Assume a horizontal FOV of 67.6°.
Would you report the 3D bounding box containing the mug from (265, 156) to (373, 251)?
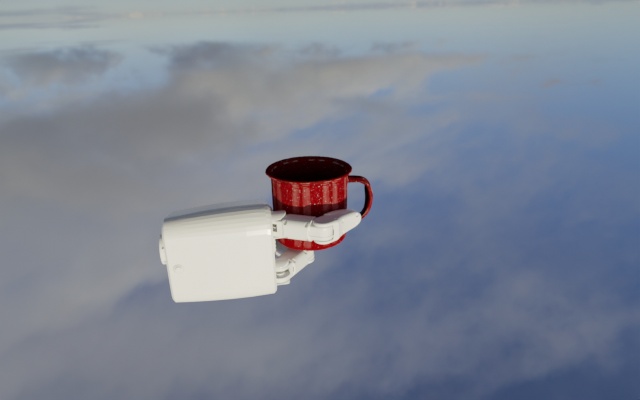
[{"bbox_3d":[0.001,0.002,0.528,0.117,0.081,0.093,-5,22,-9],"label":"mug"}]
